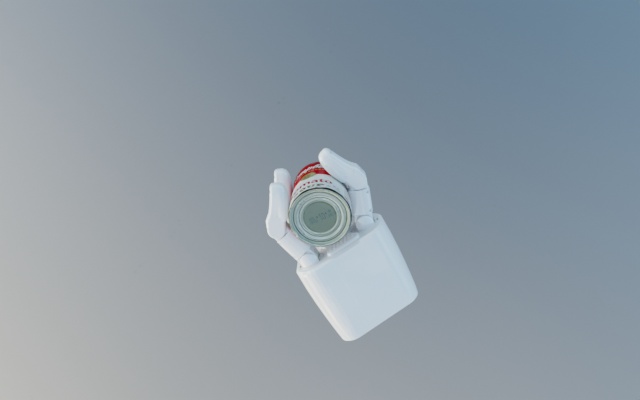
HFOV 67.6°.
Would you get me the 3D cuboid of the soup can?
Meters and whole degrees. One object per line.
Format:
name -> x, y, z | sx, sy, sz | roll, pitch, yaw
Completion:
soup can -> 0.000, 0.001, 0.536 | 0.068, 0.068, 0.102 | 0, 20, 1
